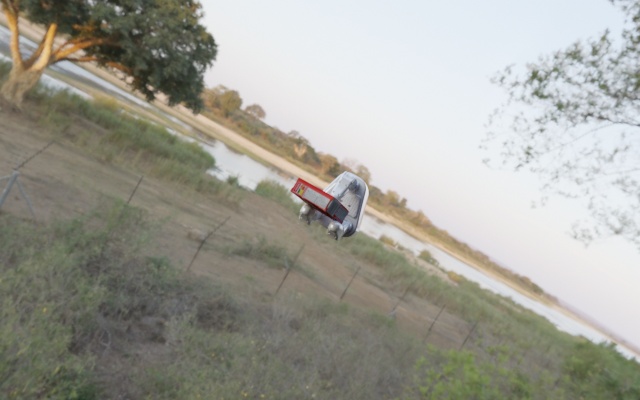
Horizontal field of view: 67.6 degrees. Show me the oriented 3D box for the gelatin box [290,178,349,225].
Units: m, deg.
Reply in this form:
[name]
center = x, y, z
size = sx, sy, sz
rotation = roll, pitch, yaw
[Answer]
[gelatin box]
center = 0.000, 0.002, 0.786
size = 0.073, 0.030, 0.089
rotation = 30, -5, 25
